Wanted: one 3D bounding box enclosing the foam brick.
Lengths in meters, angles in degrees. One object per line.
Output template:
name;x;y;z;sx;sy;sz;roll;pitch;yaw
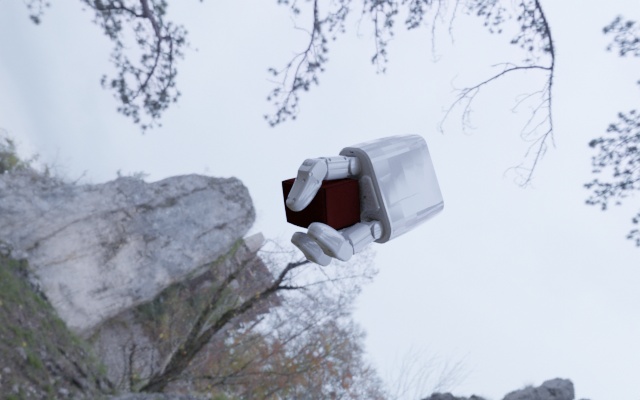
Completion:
foam brick;0.000;0.002;0.545;0.051;0.053;0.078;-16;19;-37
